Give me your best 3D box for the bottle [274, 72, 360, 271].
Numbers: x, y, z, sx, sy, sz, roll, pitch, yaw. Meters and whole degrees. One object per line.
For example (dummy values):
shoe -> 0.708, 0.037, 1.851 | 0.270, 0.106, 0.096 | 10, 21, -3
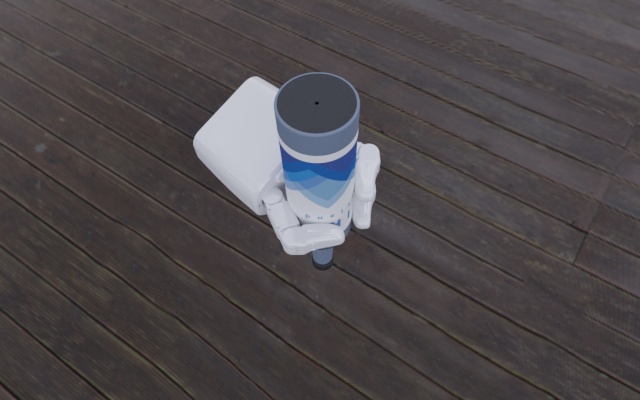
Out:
bottle -> 0.000, 0.002, 0.491 | 0.069, 0.069, 0.296 | 0, -31, 1
